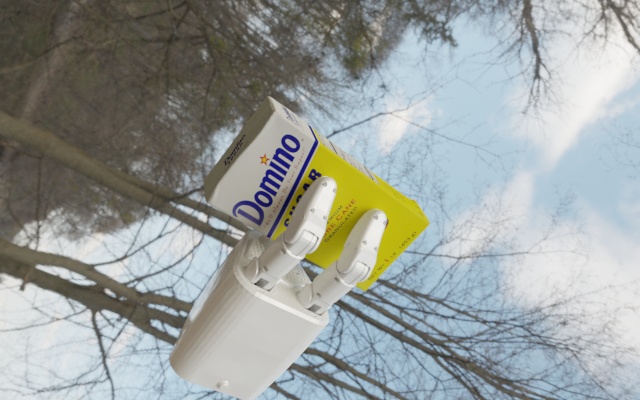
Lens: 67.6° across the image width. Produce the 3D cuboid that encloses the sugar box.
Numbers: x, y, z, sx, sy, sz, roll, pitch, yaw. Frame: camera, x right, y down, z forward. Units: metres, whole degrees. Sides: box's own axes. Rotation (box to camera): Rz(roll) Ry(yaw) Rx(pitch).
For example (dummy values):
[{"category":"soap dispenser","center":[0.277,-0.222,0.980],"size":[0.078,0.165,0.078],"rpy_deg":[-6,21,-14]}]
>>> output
[{"category":"sugar box","center":[0.000,0.002,0.407],"size":[0.176,0.093,0.048],"rpy_deg":[31,18,-29]}]
